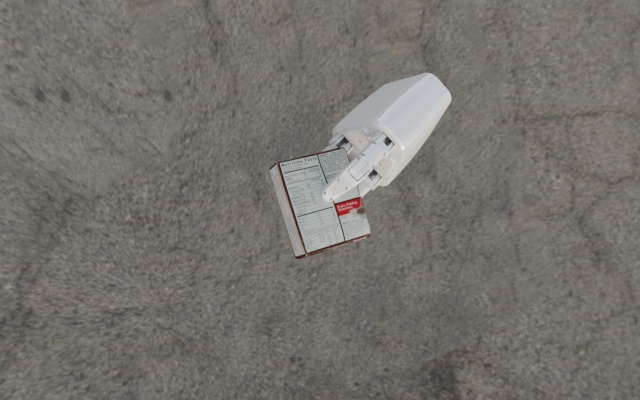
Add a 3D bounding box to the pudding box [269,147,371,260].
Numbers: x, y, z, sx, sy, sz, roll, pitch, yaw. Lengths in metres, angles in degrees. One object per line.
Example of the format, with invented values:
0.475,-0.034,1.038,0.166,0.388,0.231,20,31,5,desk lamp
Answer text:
0.000,0.002,0.553,0.090,0.113,0.039,-15,-7,-23,pudding box
